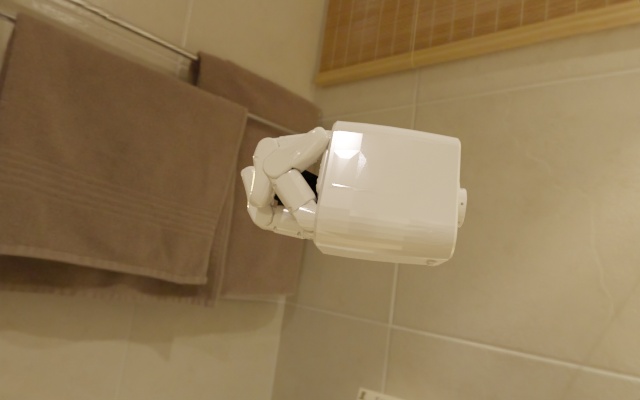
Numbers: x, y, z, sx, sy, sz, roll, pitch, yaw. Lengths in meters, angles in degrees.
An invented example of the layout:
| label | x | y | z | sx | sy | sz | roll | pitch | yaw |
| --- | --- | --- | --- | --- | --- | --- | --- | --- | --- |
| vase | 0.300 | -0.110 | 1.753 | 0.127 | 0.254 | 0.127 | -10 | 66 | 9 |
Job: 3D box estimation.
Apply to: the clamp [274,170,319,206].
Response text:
| label | x | y | z | sx | sy | sz | roll | pitch | yaw |
| --- | --- | --- | --- | --- | --- | --- | --- | --- | --- |
| clamp | 0.000 | 0.001 | 0.499 | 0.120 | 0.039 | 0.171 | 8 | -8 | 7 |
